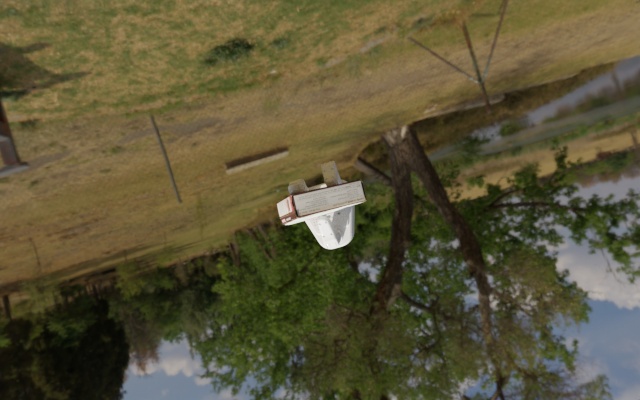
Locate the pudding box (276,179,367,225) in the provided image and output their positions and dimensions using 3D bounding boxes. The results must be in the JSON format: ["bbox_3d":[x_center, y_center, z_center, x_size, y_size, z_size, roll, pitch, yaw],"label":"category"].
[{"bbox_3d":[0.000,0.003,0.713,0.113,0.039,0.090,-15,-4,-20],"label":"pudding box"}]
